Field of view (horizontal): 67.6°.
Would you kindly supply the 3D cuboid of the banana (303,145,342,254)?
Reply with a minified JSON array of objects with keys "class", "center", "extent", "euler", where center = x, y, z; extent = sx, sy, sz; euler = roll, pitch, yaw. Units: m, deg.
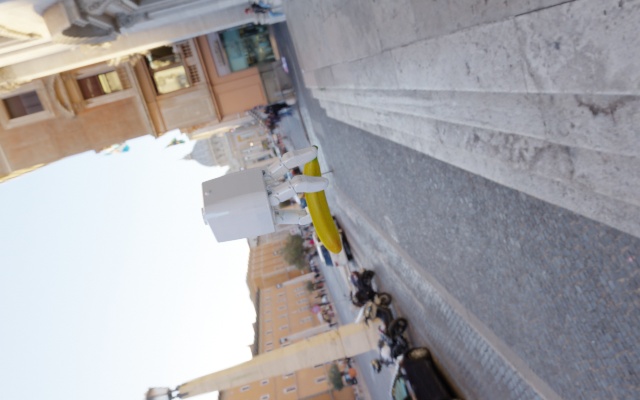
[{"class":"banana","center":[-0.002,0.007,0.819],"extent":[0.037,0.197,0.070],"euler":[-11,-22,-9]}]
